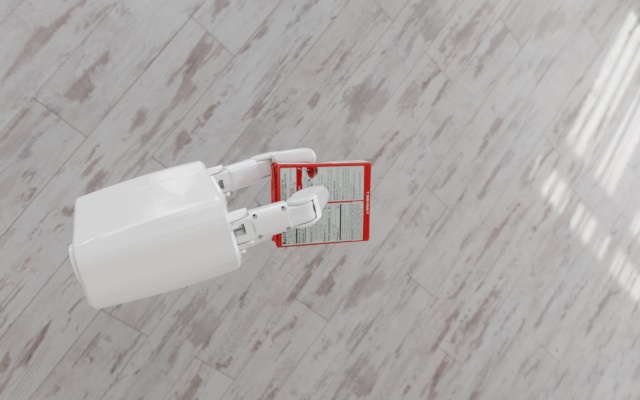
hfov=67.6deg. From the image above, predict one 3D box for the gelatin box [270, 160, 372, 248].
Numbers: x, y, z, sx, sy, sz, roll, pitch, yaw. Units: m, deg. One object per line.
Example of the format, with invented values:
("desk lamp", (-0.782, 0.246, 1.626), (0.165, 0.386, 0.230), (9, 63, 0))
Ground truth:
("gelatin box", (0.001, 0.001, 0.431), (0.089, 0.073, 0.030), (-3, 10, -16))
